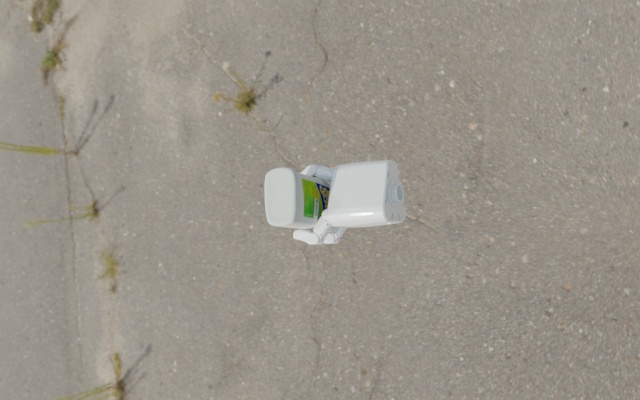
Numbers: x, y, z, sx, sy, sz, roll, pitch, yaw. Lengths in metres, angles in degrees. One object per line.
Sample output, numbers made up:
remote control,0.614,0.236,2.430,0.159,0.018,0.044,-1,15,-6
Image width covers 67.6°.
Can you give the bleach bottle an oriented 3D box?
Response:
bleach bottle,0.000,0.003,0.892,0.068,0.102,0.251,-5,-6,33
